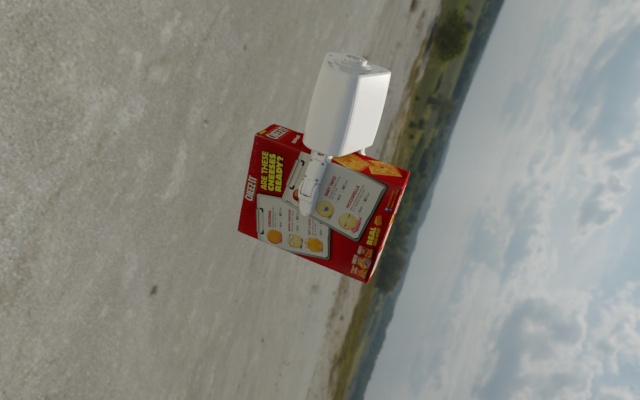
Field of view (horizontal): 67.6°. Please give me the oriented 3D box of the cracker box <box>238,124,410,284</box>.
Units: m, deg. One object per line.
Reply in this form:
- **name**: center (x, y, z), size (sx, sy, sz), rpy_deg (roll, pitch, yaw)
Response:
- **cracker box**: center (0.000, 0.002, 0.693), size (0.213, 0.164, 0.072), rpy_deg (21, 28, 11)
